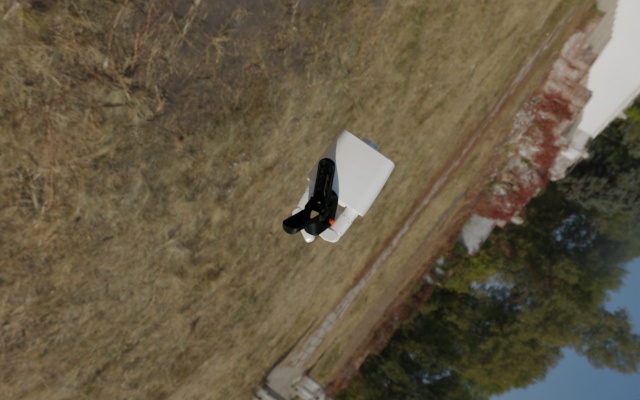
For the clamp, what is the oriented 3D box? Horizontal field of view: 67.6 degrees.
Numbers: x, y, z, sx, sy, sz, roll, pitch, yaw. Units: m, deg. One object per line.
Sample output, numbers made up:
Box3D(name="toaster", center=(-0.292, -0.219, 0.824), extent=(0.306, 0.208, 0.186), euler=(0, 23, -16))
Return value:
Box3D(name="clamp", center=(0.001, 0.003, 0.732), extent=(0.039, 0.120, 0.171), euler=(34, 1, 14))
